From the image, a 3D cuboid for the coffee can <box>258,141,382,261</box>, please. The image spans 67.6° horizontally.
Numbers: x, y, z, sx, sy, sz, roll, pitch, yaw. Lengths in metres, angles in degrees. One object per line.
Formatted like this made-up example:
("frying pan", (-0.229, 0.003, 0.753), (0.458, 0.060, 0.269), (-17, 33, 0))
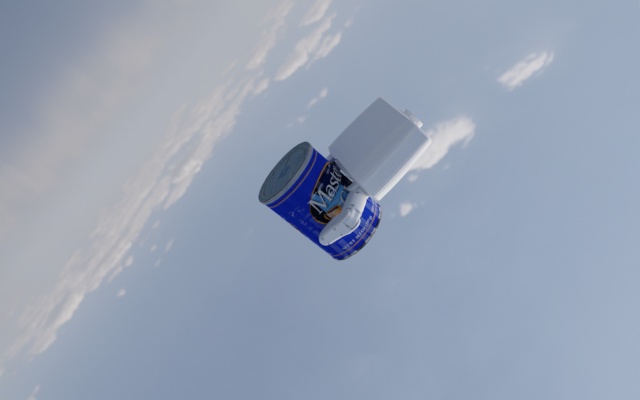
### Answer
("coffee can", (0.000, 0.002, 0.661), (0.140, 0.102, 0.103), (40, -17, -21))
